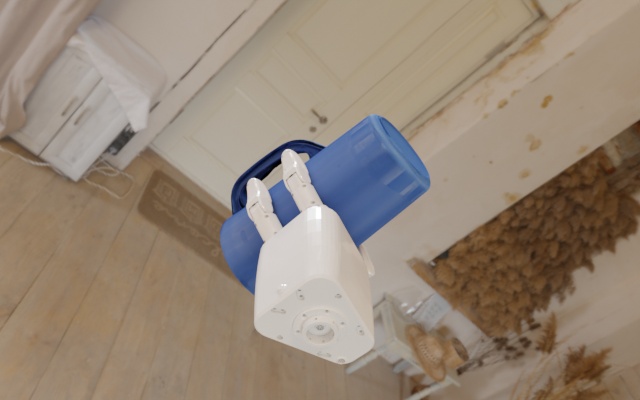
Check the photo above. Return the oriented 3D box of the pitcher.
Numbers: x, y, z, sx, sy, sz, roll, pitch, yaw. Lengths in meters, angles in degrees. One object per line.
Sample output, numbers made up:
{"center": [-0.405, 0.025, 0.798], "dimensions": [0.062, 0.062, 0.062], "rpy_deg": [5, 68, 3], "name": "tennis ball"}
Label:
{"center": [0.000, 0.002, 0.578], "dimensions": [0.243, 0.149, 0.145], "rpy_deg": [-38, 24, 20], "name": "pitcher"}
